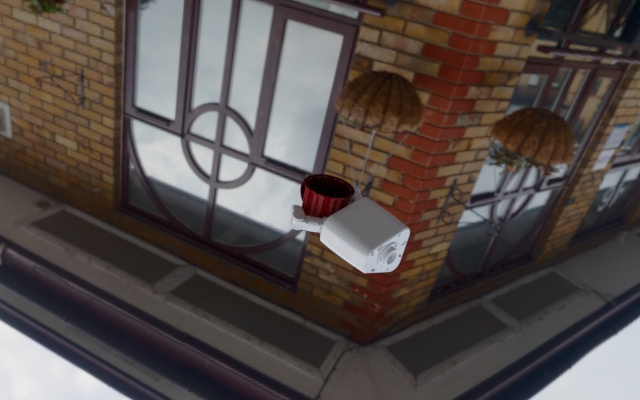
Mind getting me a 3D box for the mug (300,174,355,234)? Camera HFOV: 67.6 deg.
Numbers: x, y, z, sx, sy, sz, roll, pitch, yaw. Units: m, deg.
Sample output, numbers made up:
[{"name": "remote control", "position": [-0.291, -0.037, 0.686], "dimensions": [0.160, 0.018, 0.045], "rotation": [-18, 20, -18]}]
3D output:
[{"name": "mug", "position": [-0.001, 0.002, 0.875], "dimensions": [0.093, 0.081, 0.117], "rotation": [-13, 37, -41]}]
